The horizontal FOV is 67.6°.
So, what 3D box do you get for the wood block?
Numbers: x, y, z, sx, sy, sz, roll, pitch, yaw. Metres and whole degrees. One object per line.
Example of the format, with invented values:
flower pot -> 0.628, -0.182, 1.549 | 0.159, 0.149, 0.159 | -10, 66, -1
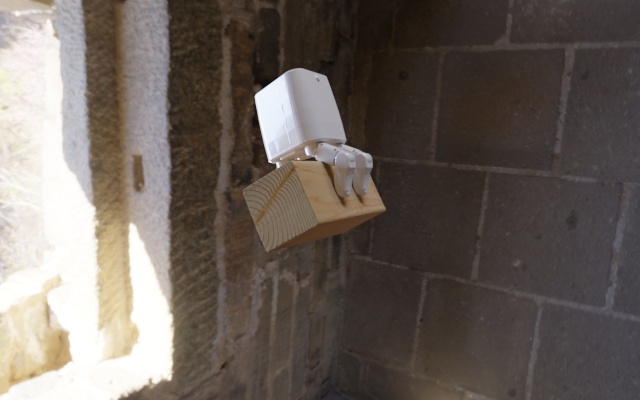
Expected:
wood block -> 0.000, 0.002, 0.682 | 0.091, 0.090, 0.206 | -29, -11, 29
